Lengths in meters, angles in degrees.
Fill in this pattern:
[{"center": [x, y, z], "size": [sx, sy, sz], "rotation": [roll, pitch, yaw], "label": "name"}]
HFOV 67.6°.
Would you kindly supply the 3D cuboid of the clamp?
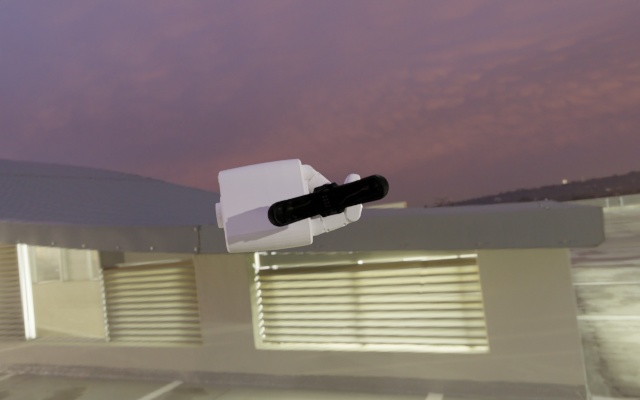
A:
[{"center": [0.000, 0.001, 0.529], "size": [0.120, 0.039, 0.171], "rotation": [-10, -2, -7], "label": "clamp"}]
